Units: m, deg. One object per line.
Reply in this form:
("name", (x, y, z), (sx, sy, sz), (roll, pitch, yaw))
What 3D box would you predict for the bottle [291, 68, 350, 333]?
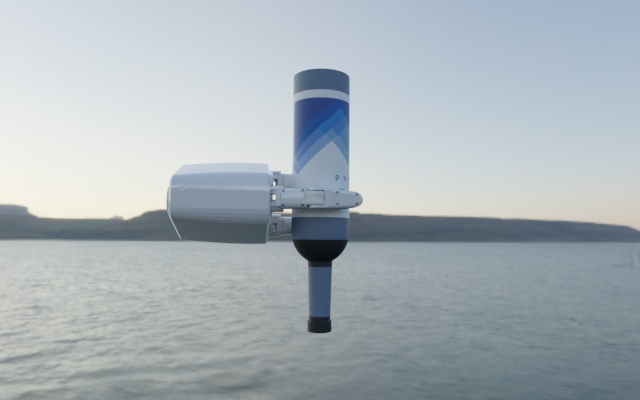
("bottle", (0.000, 0.002, 0.553), (0.069, 0.295, 0.069), (1, -4, 0))
